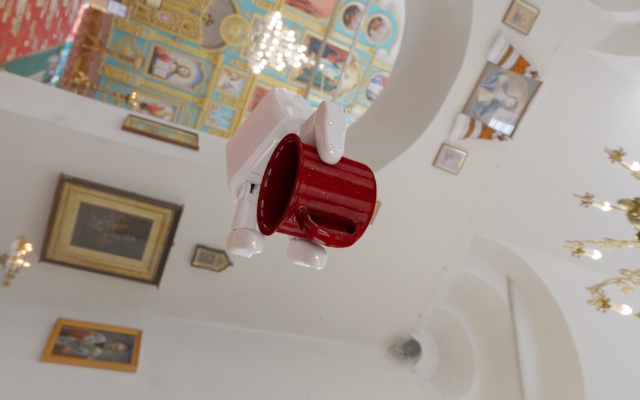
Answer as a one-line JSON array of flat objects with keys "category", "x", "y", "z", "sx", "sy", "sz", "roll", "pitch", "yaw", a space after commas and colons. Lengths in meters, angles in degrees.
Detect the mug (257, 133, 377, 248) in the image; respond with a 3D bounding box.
[{"category": "mug", "x": 0.001, "y": 0.002, "z": 0.422, "sx": 0.081, "sy": 0.093, "sz": 0.117, "roll": 16, "pitch": 25, "yaw": -24}]
